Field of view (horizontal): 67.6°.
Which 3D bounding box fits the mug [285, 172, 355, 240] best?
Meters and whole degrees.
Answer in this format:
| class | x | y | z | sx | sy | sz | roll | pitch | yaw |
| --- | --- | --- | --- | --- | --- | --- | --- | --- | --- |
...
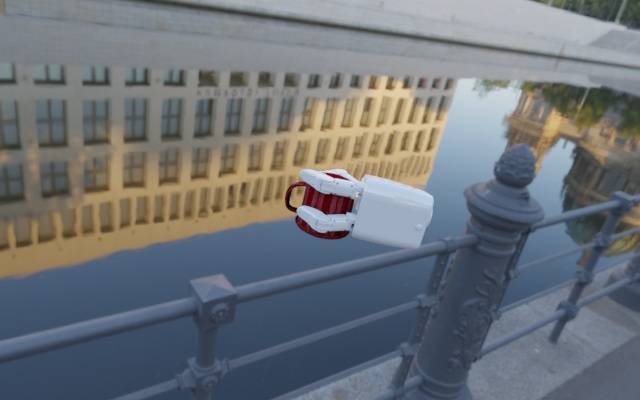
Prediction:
| class | x | y | z | sx | sy | sz | roll | pitch | yaw |
| --- | --- | --- | --- | --- | --- | --- | --- | --- | --- |
| mug | -0.001 | 0.002 | 0.778 | 0.117 | 0.081 | 0.093 | 14 | 25 | 2 |
